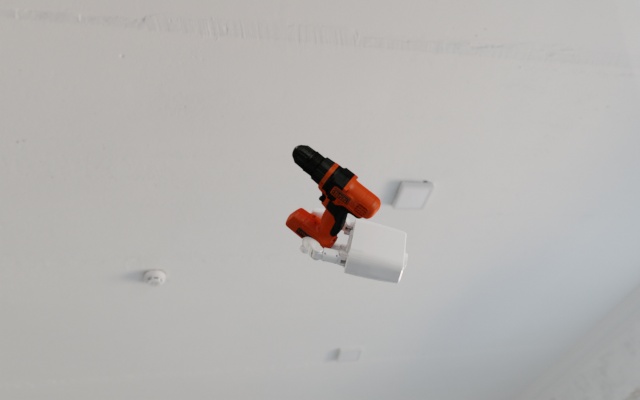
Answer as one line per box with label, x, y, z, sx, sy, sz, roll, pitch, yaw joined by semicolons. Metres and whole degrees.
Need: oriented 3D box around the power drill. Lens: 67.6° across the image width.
power drill;0.000;0.003;0.893;0.057;0.184;0.188;-47;-6;-41
